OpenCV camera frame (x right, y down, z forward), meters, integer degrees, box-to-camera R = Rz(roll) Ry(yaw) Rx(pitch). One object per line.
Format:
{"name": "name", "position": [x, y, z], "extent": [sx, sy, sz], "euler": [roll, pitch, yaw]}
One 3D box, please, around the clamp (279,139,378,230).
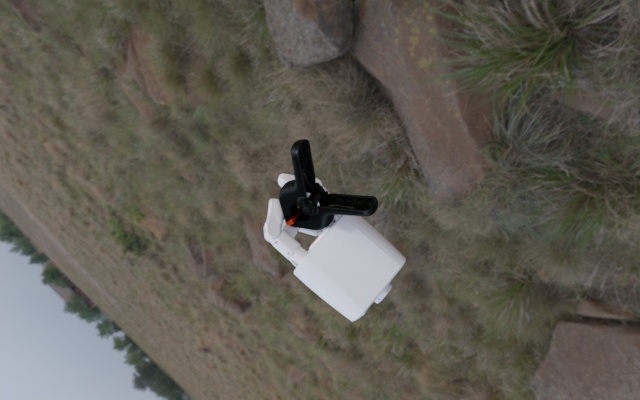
{"name": "clamp", "position": [0.000, 0.002, 0.601], "extent": [0.039, 0.120, 0.171], "euler": [-46, -6, -27]}
